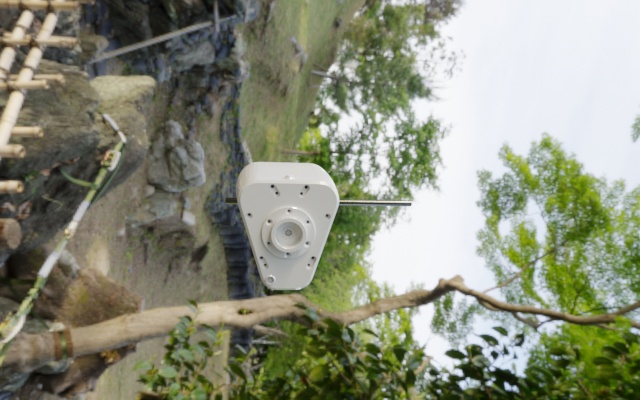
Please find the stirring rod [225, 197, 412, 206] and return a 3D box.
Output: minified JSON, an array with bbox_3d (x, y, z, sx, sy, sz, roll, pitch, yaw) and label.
[{"bbox_3d":[0.000,0.002,0.614,0.239,0.011,0.011,1,0,-7],"label":"stirring rod"}]
